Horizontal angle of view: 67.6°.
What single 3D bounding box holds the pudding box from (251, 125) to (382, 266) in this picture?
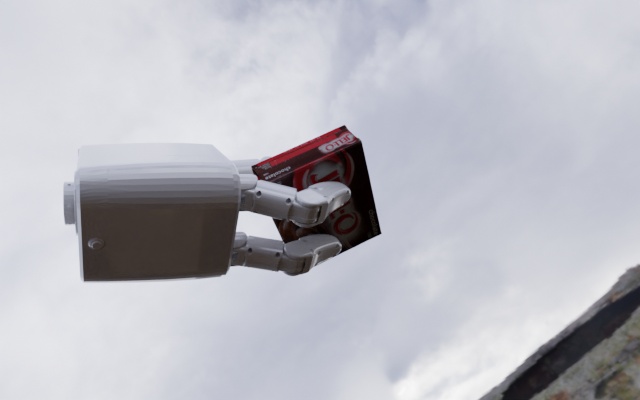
[{"bbox_3d":[0.000,0.001,0.422,0.090,0.114,0.039,-25,43,-8],"label":"pudding box"}]
